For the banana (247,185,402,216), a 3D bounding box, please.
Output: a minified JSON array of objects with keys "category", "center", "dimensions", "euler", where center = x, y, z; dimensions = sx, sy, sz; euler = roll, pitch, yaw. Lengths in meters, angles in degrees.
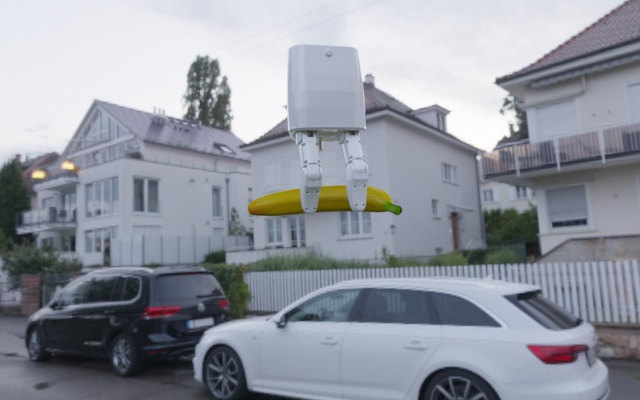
[{"category":"banana","center":[0.006,0.000,0.631],"dimensions":[0.198,0.037,0.069],"euler":[-2,6,8]}]
